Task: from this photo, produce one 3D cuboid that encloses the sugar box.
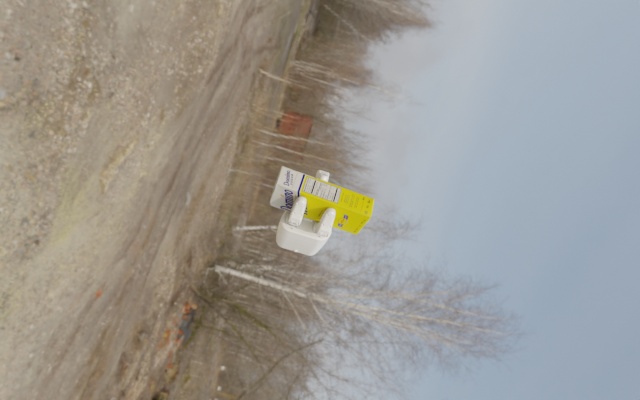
[{"bbox_3d":[0.000,0.003,0.863,0.176,0.048,0.093,17,-28,-6],"label":"sugar box"}]
